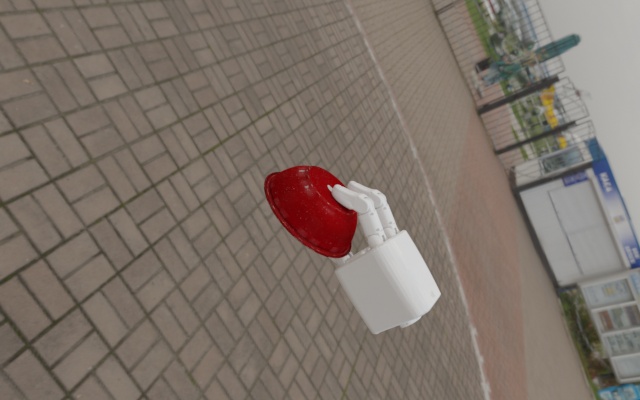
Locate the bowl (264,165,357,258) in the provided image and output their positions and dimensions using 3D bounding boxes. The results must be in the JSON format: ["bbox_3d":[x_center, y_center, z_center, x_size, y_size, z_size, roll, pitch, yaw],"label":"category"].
[{"bbox_3d":[-0.001,0.001,0.679,0.055,0.162,0.162,-46,-23,24],"label":"bowl"}]
